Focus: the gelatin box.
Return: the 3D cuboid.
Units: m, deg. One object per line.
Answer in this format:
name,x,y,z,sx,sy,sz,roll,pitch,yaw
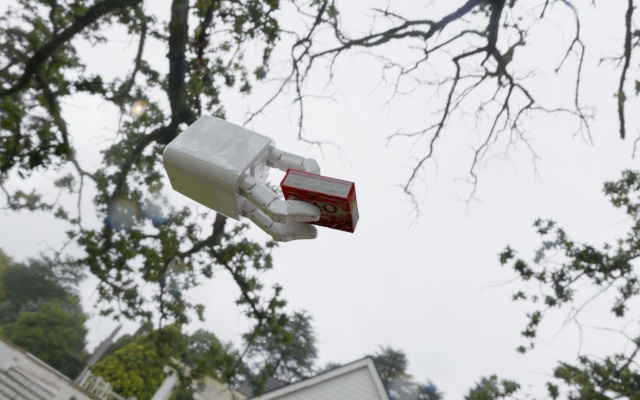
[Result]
gelatin box,0.001,0.002,0.584,0.089,0.030,0.073,12,-34,18
